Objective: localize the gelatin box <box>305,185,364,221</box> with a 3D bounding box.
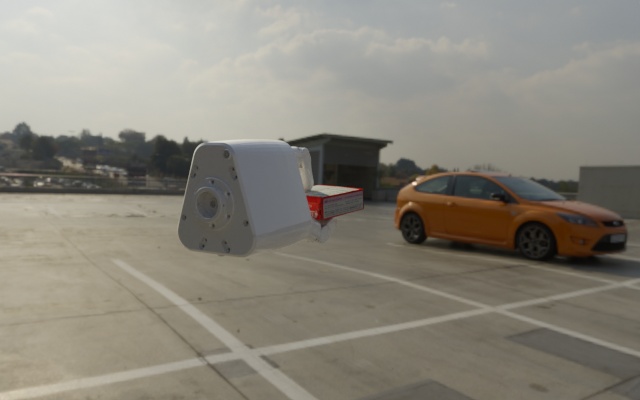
[{"bbox_3d":[0.000,0.001,0.598,0.073,0.030,0.089,6,13,38],"label":"gelatin box"}]
